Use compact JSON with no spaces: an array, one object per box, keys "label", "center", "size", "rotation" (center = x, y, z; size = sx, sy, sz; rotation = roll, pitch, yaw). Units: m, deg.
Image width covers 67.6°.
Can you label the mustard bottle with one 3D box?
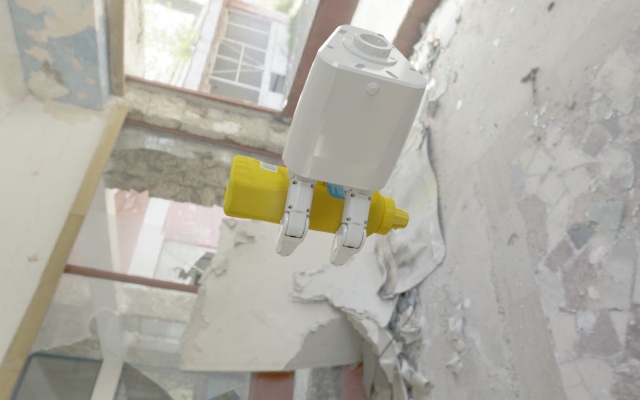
[{"label":"mustard bottle","center":[0.000,0.002,0.492],"size":[0.191,0.058,0.096],"rotation":[11,12,-12]}]
